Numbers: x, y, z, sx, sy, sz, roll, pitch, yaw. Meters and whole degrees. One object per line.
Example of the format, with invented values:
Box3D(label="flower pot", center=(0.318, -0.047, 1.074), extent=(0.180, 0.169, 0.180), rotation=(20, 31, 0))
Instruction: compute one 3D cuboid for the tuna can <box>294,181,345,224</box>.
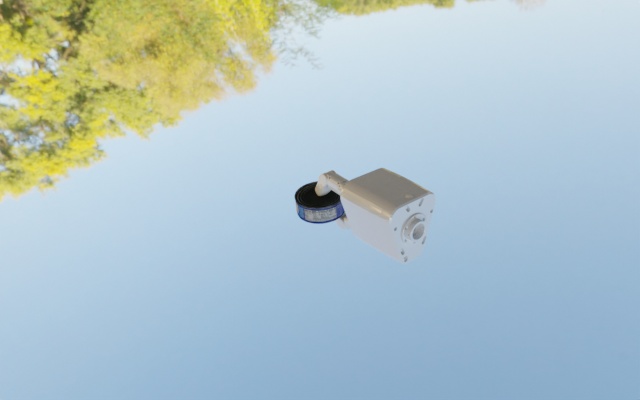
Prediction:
Box3D(label="tuna can", center=(0.000, 0.003, 0.807), extent=(0.086, 0.034, 0.086), rotation=(-4, 33, 3))
